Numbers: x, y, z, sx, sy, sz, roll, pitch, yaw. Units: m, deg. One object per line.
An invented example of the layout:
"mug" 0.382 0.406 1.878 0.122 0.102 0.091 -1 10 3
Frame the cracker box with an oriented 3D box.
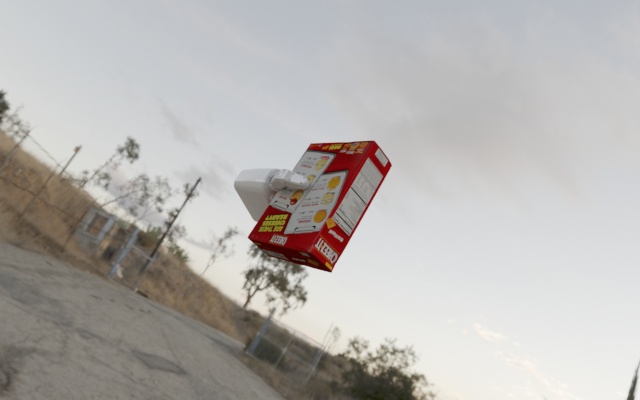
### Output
"cracker box" 0.000 0.002 0.790 0.164 0.213 0.072 6 -32 49
